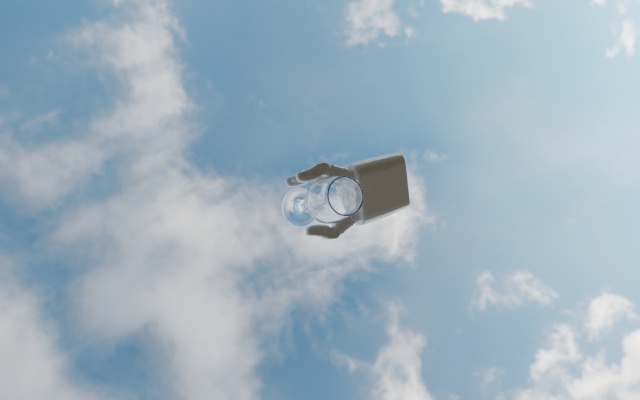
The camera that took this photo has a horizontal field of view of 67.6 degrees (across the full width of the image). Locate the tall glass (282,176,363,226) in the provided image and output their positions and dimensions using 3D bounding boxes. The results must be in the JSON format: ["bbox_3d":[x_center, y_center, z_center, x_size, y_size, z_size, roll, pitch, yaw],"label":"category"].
[{"bbox_3d":[0.000,0.003,0.821,0.079,0.079,0.201,0,-5,-23],"label":"tall glass"}]
